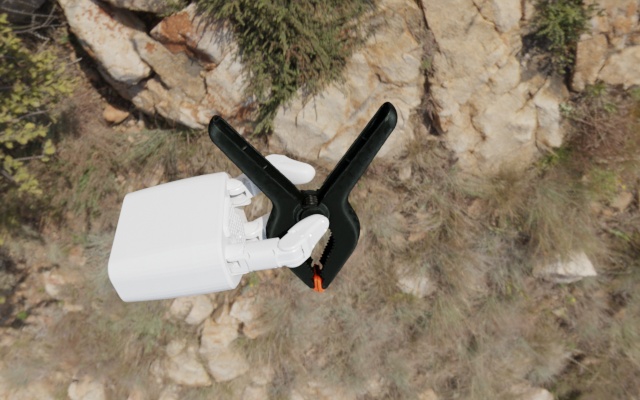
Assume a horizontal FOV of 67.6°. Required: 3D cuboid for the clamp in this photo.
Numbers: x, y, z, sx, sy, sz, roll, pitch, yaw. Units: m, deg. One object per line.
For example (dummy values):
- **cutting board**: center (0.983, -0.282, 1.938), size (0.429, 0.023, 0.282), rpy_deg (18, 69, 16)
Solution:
- **clamp**: center (0.000, 0.002, 0.461), size (0.164, 0.210, 0.036), rpy_deg (-10, 33, 5)
